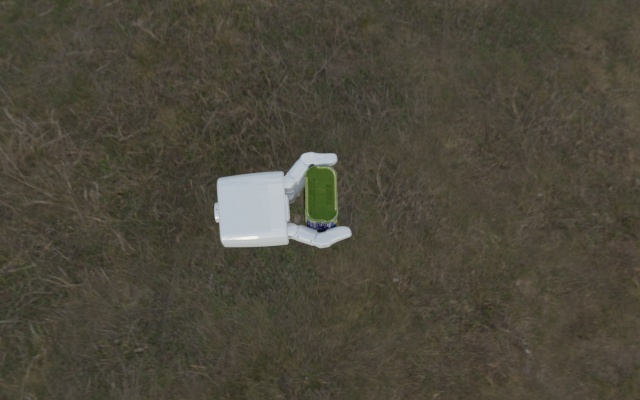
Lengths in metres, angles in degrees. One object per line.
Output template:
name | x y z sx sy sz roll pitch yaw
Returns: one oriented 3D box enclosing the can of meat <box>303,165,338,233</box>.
can of meat | 0.000 0.003 0.785 0.057 0.102 0.084 -1 -20 -1
